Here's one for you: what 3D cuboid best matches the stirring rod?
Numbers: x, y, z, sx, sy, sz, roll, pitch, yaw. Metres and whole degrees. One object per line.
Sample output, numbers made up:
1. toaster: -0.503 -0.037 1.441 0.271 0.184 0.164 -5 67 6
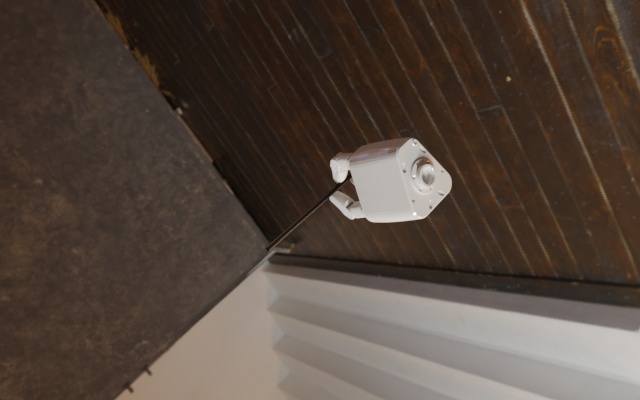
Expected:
1. stirring rod: 0.000 0.002 0.774 0.239 0.011 0.011 -42 22 -27
